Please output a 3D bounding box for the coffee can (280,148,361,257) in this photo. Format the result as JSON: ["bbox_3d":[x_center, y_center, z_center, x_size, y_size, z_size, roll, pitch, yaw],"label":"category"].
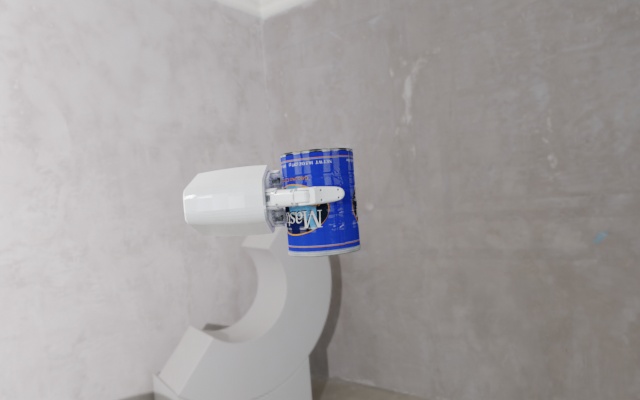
[{"bbox_3d":[0.000,0.002,0.669,0.103,0.140,0.103,-5,1,0],"label":"coffee can"}]
